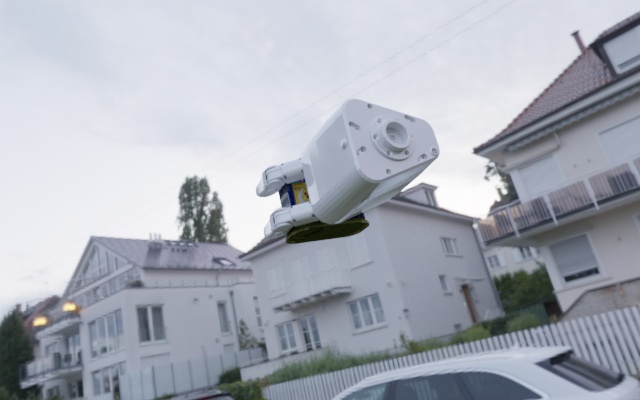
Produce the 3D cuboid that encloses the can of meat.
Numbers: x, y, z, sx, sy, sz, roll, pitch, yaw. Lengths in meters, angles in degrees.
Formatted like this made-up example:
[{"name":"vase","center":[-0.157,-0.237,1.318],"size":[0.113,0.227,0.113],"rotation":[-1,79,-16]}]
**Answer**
[{"name":"can of meat","center":[0.000,0.002,0.591],"size":[0.102,0.084,0.057],"rotation":[-6,-19,-22]}]
